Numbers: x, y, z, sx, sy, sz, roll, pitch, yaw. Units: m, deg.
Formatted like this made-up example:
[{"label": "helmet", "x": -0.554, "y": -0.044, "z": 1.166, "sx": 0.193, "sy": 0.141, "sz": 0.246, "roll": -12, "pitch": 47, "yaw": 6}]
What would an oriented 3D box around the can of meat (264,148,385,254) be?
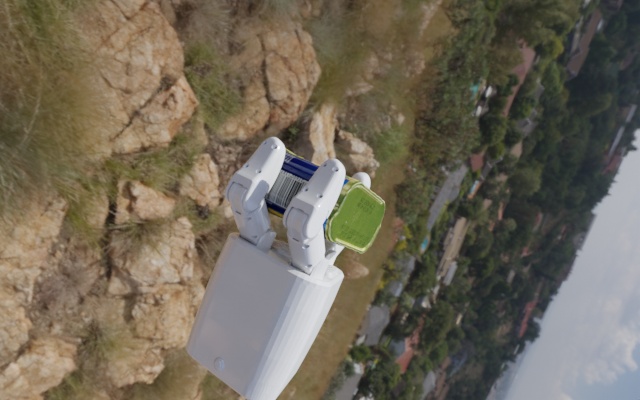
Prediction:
[{"label": "can of meat", "x": 0.000, "y": 0.001, "z": 0.408, "sx": 0.084, "sy": 0.057, "sz": 0.102, "roll": 25, "pitch": -2, "yaw": 28}]
